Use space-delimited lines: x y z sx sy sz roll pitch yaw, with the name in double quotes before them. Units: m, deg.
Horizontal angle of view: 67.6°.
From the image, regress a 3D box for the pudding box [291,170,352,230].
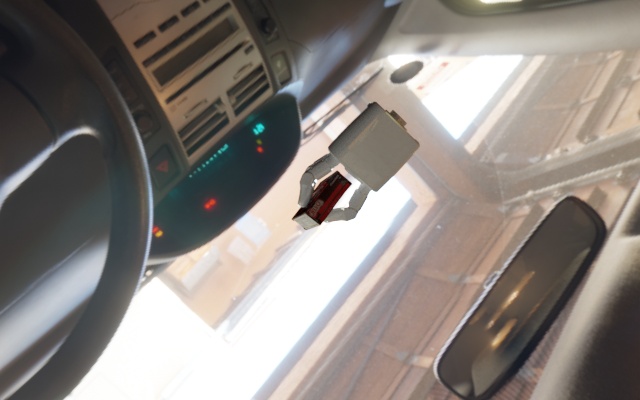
"pudding box" 0.000 0.003 0.803 0.039 0.090 0.113 40 -15 -4
